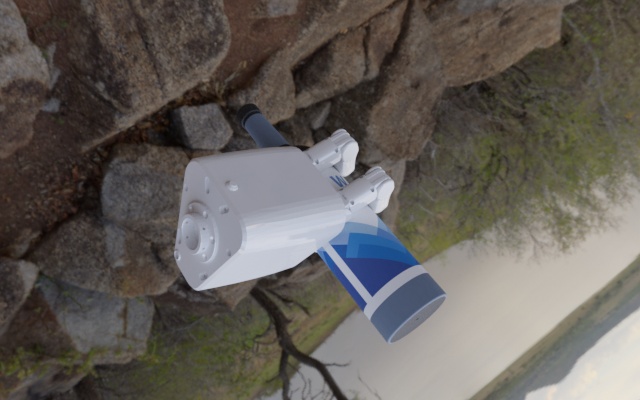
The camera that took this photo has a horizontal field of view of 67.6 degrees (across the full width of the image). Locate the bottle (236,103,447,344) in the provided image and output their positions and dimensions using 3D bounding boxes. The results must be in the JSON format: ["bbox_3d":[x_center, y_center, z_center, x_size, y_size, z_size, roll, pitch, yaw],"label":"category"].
[{"bbox_3d":[0.000,0.002,0.477,0.069,0.069,0.295,0,43,-52],"label":"bottle"}]
